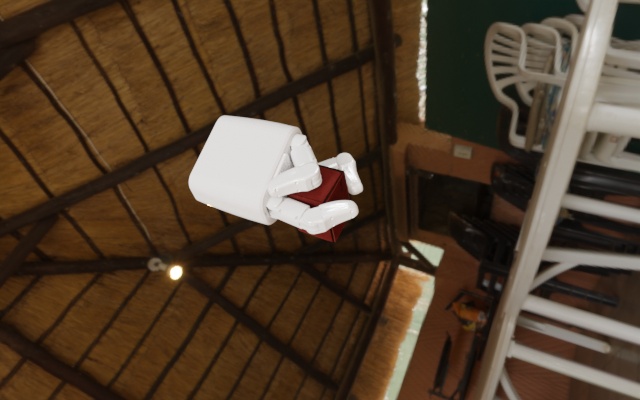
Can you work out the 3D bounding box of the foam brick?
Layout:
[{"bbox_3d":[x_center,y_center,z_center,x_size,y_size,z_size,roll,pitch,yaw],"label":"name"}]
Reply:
[{"bbox_3d":[0.000,0.002,0.567,0.051,0.053,0.078,15,-35,23],"label":"foam brick"}]
